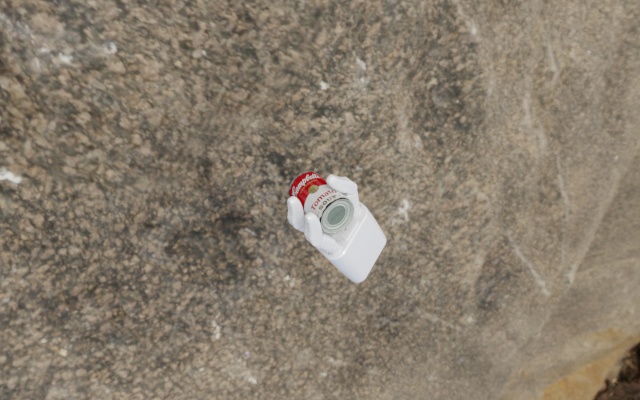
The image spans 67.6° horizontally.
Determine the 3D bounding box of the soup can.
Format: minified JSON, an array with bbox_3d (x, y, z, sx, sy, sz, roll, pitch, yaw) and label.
[{"bbox_3d":[0.000,0.002,0.798,0.068,0.068,0.102,0,28,-38],"label":"soup can"}]
